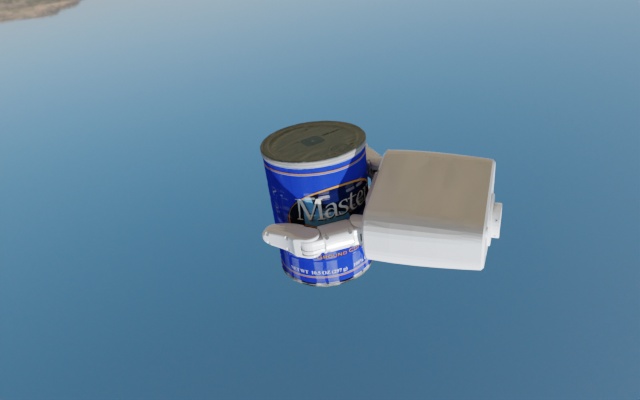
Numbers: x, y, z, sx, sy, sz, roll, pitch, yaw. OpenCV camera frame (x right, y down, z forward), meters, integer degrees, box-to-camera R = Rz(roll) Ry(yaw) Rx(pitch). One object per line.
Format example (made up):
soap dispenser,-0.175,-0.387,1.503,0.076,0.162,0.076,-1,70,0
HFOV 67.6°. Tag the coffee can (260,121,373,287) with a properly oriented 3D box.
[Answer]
coffee can,0.000,0.001,0.492,0.103,0.140,0.102,-5,29,3
